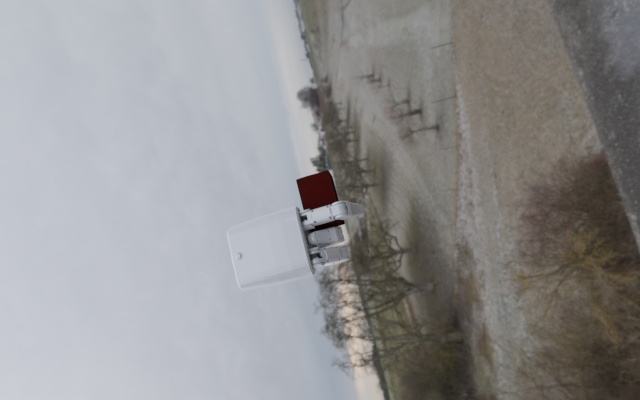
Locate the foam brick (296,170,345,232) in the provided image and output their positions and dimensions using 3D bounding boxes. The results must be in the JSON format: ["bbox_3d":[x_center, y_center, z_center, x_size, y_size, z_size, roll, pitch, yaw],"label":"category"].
[{"bbox_3d":[0.000,0.002,0.705,0.051,0.078,0.053,-16,-12,5],"label":"foam brick"}]
